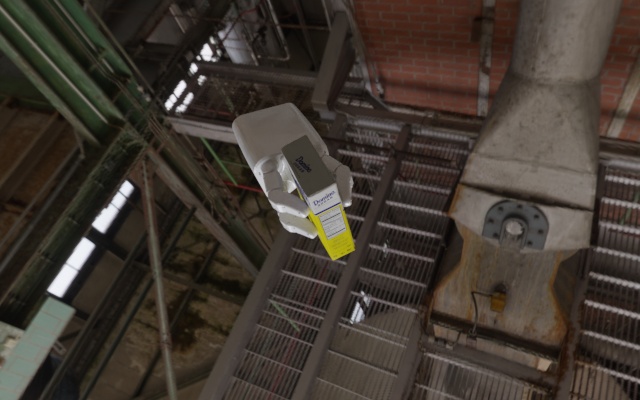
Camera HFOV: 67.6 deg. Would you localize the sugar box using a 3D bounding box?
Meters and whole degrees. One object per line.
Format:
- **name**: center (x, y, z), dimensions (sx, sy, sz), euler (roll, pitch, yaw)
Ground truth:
- **sugar box**: center (0.000, 0.002, 0.656), dimensions (0.048, 0.093, 0.176), euler (-28, -35, -3)
